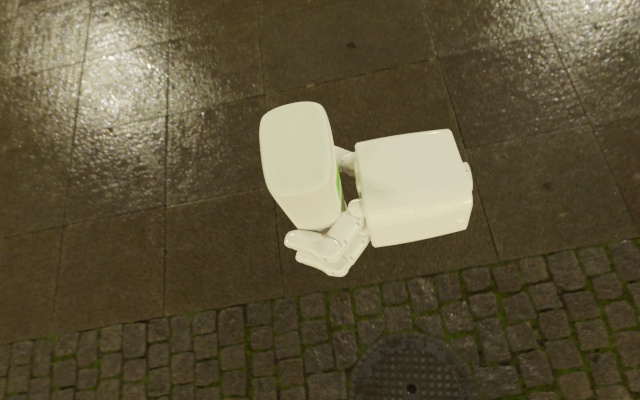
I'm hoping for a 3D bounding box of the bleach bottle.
[{"bbox_3d":[0.000,0.002,0.544,0.068,0.102,0.251,-11,-25,7],"label":"bleach bottle"}]
